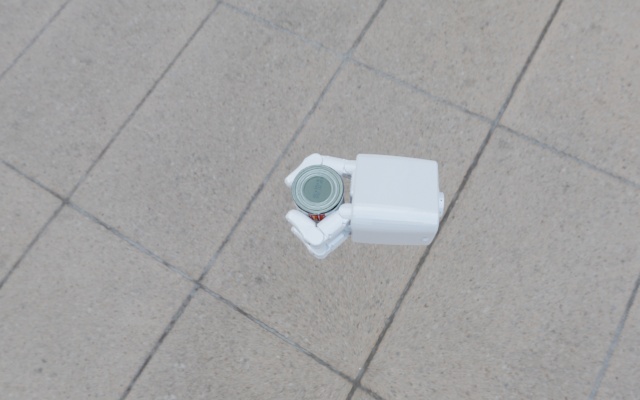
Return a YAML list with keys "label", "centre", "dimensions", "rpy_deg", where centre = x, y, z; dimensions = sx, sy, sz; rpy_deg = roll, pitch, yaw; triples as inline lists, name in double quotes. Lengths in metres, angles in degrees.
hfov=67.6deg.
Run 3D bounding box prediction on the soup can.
- label: "soup can"
  centre: [0.000, 0.002, 0.635]
  dimensions: [0.068, 0.068, 0.102]
  rpy_deg: [0, -19, 5]
